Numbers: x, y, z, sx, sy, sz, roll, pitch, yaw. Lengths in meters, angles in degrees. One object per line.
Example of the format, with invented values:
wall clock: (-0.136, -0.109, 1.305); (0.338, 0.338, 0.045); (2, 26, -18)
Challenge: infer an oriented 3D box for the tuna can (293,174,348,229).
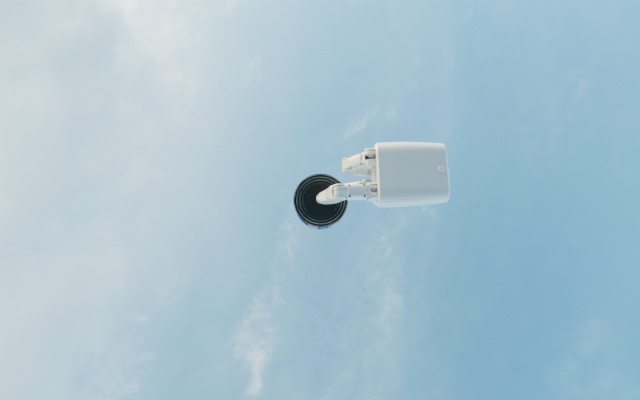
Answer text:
tuna can: (0.000, 0.003, 0.764); (0.086, 0.086, 0.034); (0, -11, -1)
